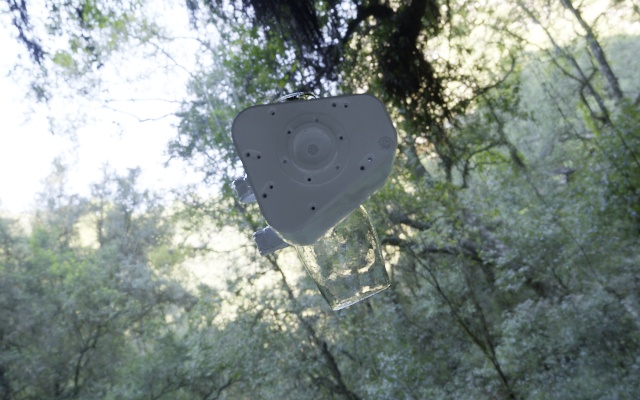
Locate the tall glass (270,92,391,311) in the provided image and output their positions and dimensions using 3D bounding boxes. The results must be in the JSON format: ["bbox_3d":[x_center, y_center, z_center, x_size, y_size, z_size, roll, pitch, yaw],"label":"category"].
[{"bbox_3d":[0.000,0.001,0.464,0.079,0.201,0.079,-22,-9,-4],"label":"tall glass"}]
